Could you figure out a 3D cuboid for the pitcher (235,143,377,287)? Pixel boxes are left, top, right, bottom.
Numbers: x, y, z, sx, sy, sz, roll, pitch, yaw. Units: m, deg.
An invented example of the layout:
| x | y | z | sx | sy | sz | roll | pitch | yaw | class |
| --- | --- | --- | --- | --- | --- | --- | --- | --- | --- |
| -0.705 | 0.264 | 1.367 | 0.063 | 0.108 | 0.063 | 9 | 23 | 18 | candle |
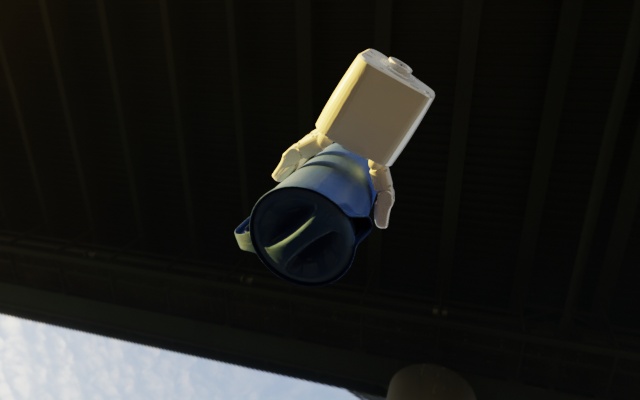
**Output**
| x | y | z | sx | sy | sz | roll | pitch | yaw | class |
| --- | --- | --- | --- | --- | --- | --- | --- | --- | --- |
| 0.000 | 0.002 | 0.663 | 0.149 | 0.145 | 0.242 | 31 | 28 | 3 | pitcher |
